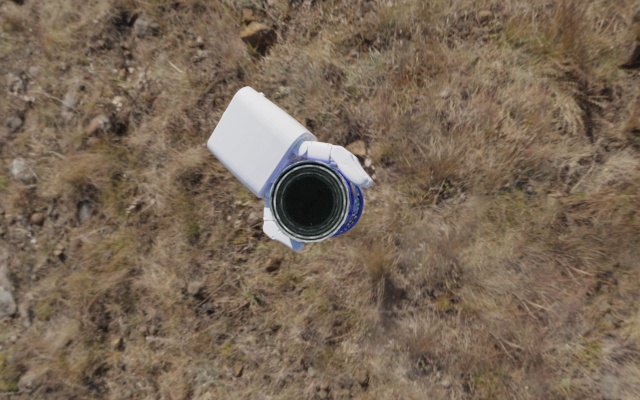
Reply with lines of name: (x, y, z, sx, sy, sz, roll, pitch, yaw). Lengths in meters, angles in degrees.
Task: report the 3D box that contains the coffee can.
coffee can: (0.000, 0.002, 0.652, 0.103, 0.103, 0.140, 0, -1, 12)
